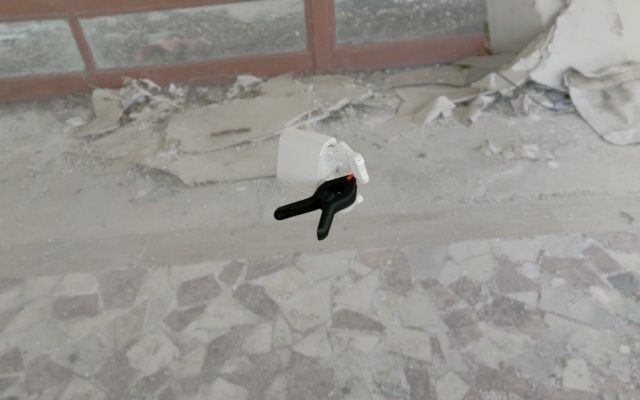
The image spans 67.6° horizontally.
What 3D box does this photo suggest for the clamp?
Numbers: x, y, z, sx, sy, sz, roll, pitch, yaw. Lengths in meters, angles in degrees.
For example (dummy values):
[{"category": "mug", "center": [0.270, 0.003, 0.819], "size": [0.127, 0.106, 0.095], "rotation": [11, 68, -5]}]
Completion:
[{"category": "clamp", "center": [0.000, 0.002, 0.868], "size": [0.120, 0.039, 0.171], "rotation": [20, 43, 27]}]
